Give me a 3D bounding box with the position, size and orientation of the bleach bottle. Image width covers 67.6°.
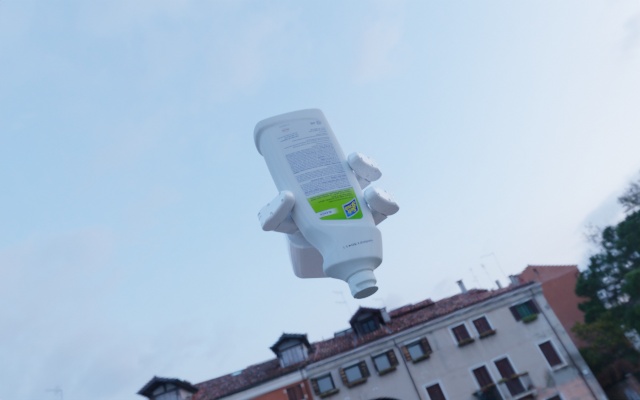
[{"bbox_3d":[0.000,0.002,0.570,0.102,0.250,0.068,-16,-32,-10],"label":"bleach bottle"}]
